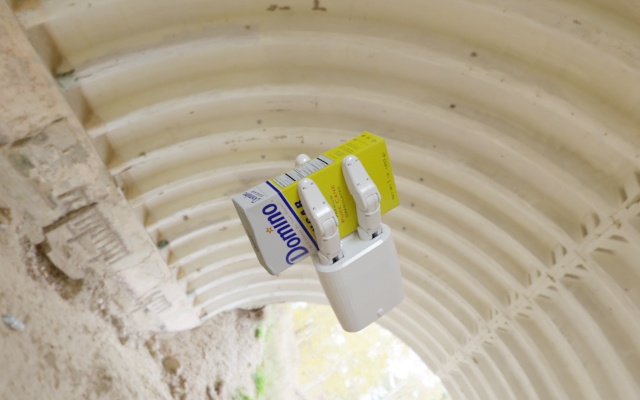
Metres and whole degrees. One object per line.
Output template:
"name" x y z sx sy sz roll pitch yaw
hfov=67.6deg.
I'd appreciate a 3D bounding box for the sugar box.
"sugar box" 0.000 0.002 0.534 0.176 0.093 0.048 -30 31 -18
